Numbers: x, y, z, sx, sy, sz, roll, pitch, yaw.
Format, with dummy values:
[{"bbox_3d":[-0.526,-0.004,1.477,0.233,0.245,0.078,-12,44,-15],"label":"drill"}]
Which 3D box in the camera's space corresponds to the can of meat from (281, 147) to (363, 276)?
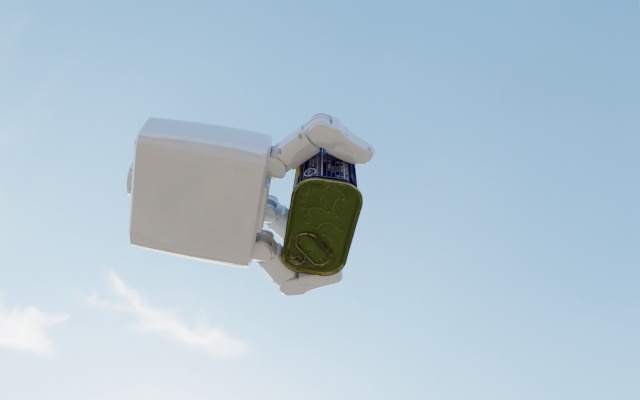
[{"bbox_3d":[0.000,0.001,0.428,0.057,0.102,0.084,8,36,-5],"label":"can of meat"}]
